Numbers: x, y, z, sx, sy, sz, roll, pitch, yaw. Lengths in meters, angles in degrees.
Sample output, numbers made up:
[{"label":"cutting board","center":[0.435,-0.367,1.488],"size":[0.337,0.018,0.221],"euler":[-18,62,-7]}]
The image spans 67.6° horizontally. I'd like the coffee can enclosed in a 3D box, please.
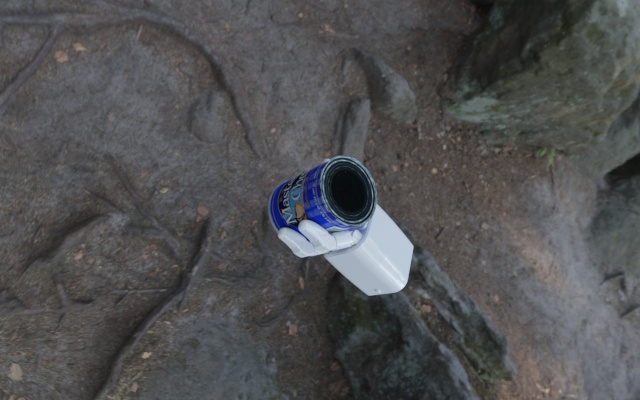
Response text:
[{"label":"coffee can","center":[0.000,0.002,0.716],"size":[0.103,0.102,0.140],"euler":[0,-14,-37]}]
